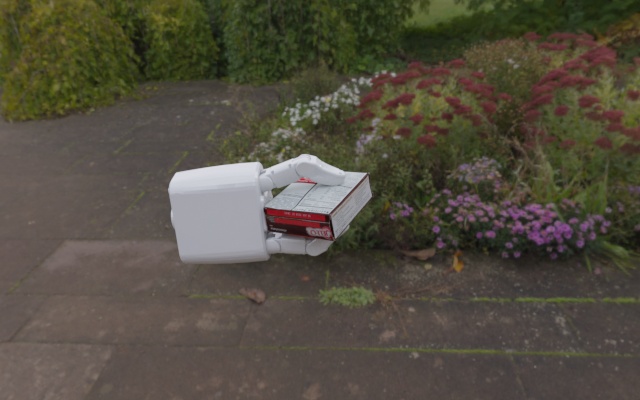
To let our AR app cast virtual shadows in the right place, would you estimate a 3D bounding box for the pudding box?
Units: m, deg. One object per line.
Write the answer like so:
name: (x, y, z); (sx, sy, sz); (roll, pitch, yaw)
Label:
pudding box: (0.000, 0.002, 0.570); (0.090, 0.039, 0.113); (7, 32, 29)
